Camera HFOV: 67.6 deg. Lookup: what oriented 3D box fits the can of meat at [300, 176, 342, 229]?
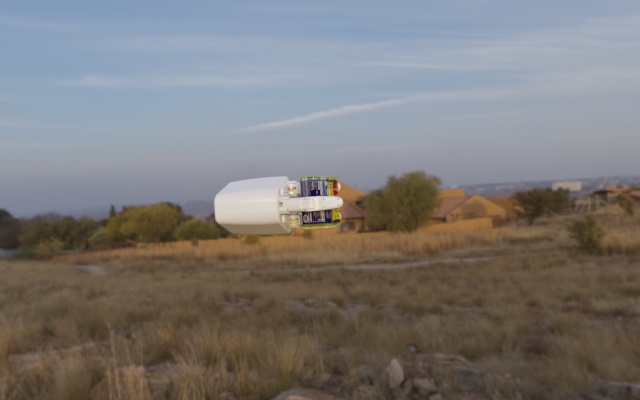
[{"bbox_3d":[0.000,0.002,0.803,0.057,0.084,0.102,-4,0,12],"label":"can of meat"}]
